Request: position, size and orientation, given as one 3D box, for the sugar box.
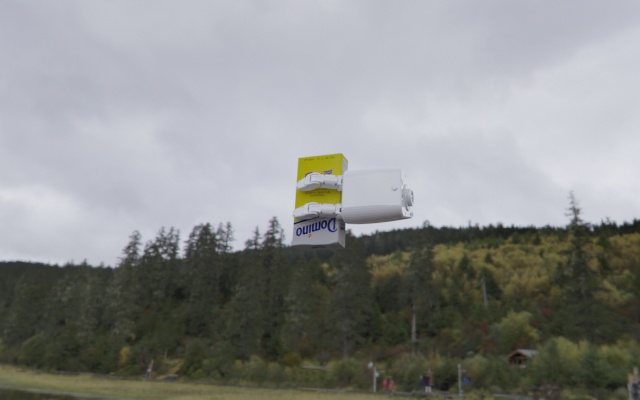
[{"bbox_3d":[0.000,0.003,0.894,0.093,0.176,0.048,-5,-23,21],"label":"sugar box"}]
